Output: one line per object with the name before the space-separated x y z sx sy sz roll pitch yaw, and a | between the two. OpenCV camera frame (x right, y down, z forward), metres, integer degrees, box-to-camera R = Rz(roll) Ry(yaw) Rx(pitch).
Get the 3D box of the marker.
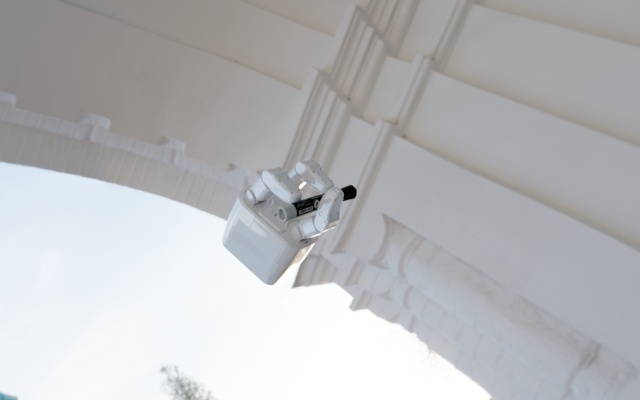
marker | 0.000 0.002 0.576 0.121 0.020 0.020 -18 12 -40
